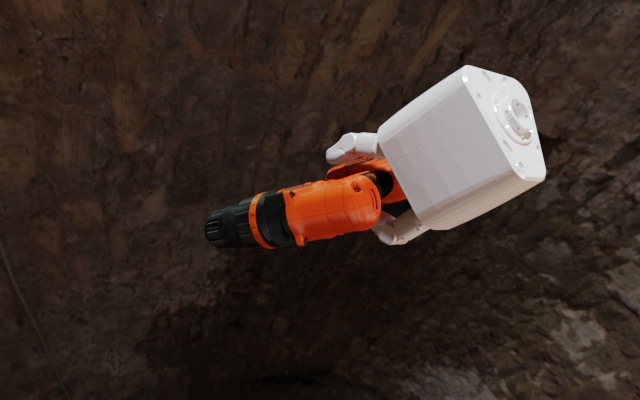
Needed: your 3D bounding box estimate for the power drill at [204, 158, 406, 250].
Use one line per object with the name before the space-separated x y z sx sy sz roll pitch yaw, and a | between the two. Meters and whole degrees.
power drill | 0.001 0.001 0.484 0.184 0.057 0.187 -10 9 32
